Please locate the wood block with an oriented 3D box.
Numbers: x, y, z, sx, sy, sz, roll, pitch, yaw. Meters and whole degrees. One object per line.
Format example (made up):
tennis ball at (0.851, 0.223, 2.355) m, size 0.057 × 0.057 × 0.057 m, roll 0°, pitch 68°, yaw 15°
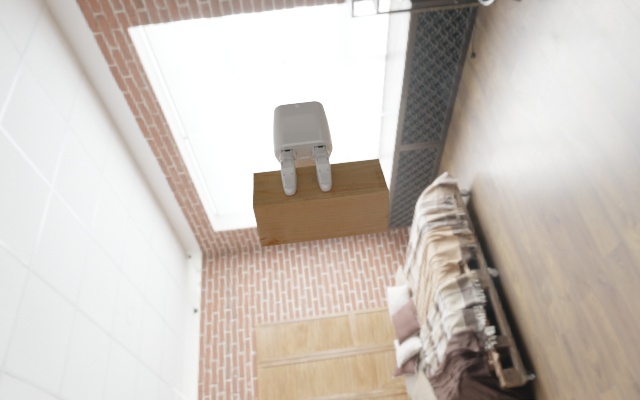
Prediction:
wood block at (0.000, 0.003, 0.772) m, size 0.206 × 0.091 × 0.090 m, roll -7°, pitch 41°, yaw -1°
